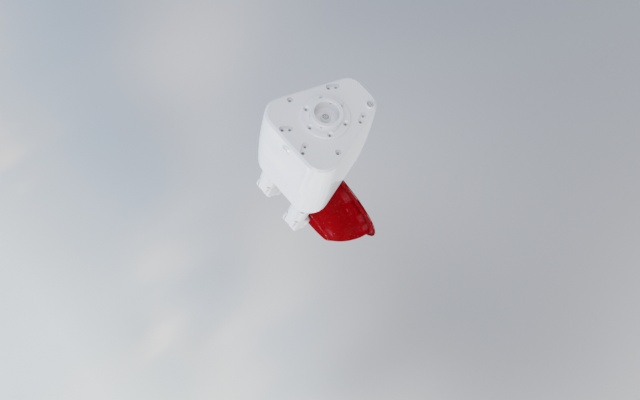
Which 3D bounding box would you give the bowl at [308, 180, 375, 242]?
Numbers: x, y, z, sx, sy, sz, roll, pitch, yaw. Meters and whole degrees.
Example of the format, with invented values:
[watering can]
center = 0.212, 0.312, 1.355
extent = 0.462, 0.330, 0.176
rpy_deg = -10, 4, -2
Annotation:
[bowl]
center = 0.000, 0.003, 0.646
extent = 0.055, 0.162, 0.162
rpy_deg = -40, 6, -8
